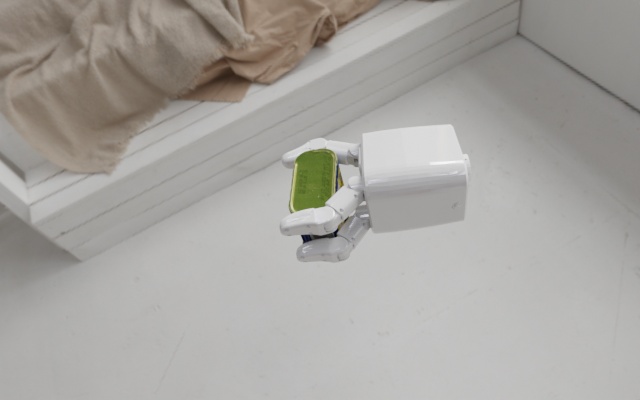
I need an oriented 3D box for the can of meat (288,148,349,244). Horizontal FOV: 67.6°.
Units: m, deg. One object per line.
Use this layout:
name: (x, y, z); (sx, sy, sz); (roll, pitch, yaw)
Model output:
can of meat: (0.000, 0.002, 0.564); (0.057, 0.102, 0.084); (-4, -36, 11)
